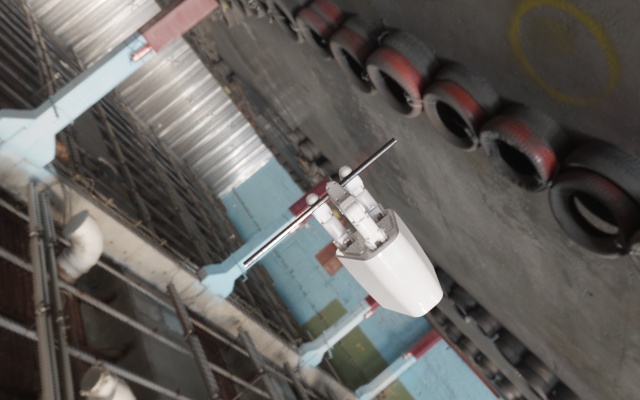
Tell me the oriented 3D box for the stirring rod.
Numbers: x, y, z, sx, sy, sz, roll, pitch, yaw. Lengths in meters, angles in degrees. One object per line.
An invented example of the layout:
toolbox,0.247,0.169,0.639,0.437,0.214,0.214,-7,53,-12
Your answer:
stirring rod,0.000,0.002,0.587,0.239,0.011,0.011,-40,2,-3
